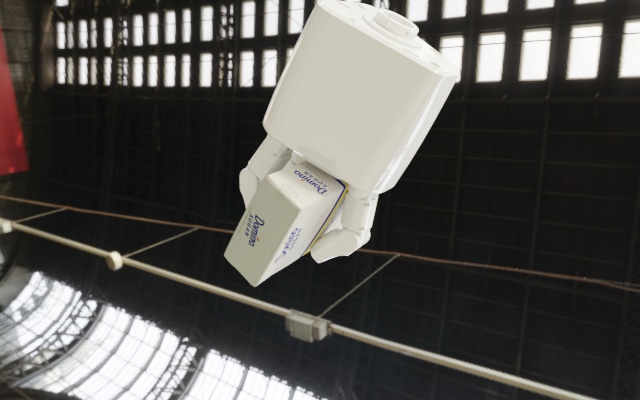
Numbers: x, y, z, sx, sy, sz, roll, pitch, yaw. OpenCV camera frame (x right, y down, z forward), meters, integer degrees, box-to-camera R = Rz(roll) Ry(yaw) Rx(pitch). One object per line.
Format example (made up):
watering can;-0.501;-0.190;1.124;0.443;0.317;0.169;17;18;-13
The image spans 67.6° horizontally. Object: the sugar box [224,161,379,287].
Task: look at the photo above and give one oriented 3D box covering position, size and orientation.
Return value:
sugar box;0.000;0.001;0.431;0.048;0.093;0.176;44;35;17
